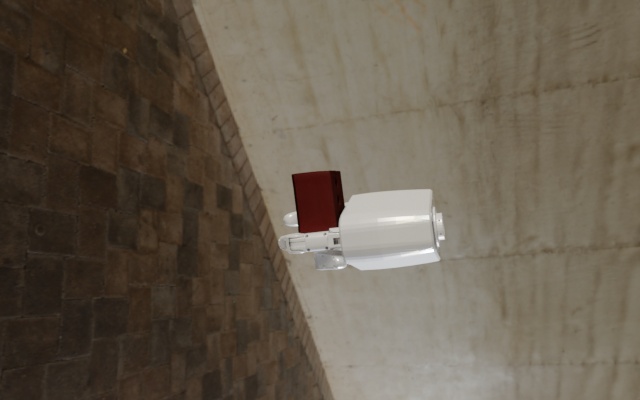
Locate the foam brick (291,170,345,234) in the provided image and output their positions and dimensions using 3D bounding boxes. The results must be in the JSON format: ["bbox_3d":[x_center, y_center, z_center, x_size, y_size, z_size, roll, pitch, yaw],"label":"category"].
[{"bbox_3d":[0.000,0.002,0.607,0.051,0.078,0.053,-7,0,18],"label":"foam brick"}]
